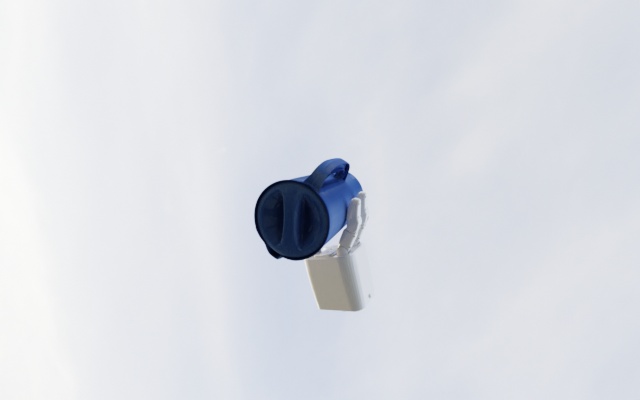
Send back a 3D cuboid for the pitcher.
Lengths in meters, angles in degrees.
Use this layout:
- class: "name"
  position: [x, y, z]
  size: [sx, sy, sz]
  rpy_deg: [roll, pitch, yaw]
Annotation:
- class: "pitcher"
  position: [0.000, 0.003, 0.859]
  size: [0.149, 0.145, 0.243]
  rpy_deg: [-12, 7, 24]
